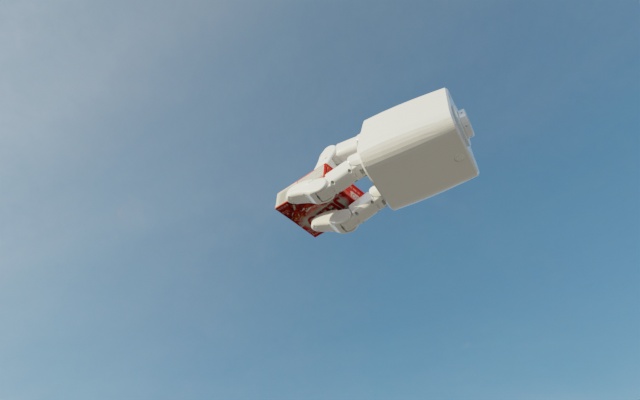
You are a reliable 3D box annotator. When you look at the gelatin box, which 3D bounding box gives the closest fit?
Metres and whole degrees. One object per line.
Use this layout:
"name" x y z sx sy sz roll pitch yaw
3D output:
"gelatin box" 0.000 0.002 0.591 0.089 0.030 0.073 -30 -53 33
